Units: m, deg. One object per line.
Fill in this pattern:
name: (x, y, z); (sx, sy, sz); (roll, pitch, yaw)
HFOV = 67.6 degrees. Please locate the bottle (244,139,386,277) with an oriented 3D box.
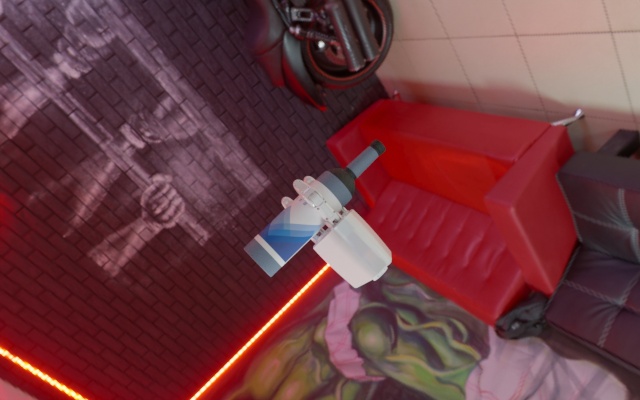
bottle: (0.000, 0.003, 0.813); (0.295, 0.069, 0.069); (-44, 9, -10)
